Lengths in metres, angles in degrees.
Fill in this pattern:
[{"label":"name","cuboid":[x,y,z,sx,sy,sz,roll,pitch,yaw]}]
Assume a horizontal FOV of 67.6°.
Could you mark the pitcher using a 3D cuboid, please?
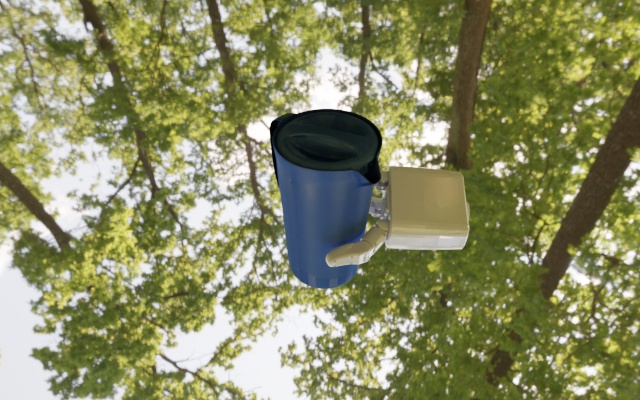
[{"label":"pitcher","cuboid":[0.000,0.002,0.659,0.145,0.243,0.149,1,42,0]}]
